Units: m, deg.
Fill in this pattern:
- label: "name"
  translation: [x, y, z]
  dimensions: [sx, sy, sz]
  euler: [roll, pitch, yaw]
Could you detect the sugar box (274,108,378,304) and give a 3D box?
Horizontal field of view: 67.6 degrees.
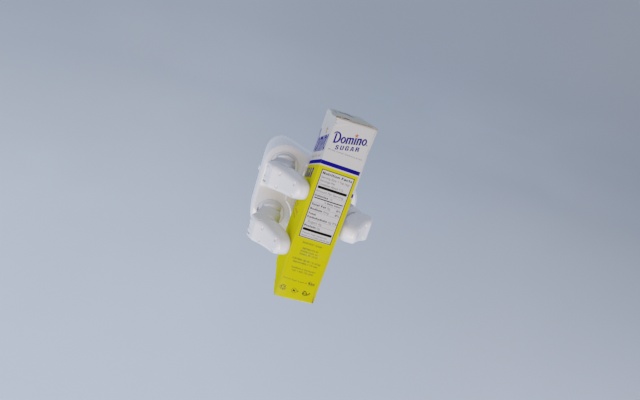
- label: "sugar box"
  translation: [-0.001, 0.001, 0.467]
  dimensions: [0.048, 0.176, 0.093]
  euler: [15, 13, -8]
